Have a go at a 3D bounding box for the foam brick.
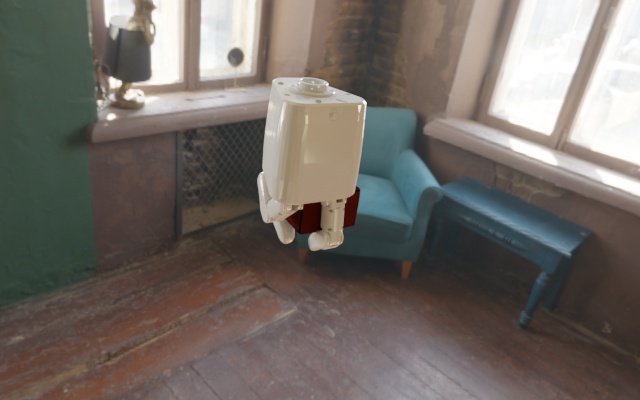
[{"bbox_3d":[0.000,0.002,0.570,0.078,0.051,0.053,-8,30,-29],"label":"foam brick"}]
